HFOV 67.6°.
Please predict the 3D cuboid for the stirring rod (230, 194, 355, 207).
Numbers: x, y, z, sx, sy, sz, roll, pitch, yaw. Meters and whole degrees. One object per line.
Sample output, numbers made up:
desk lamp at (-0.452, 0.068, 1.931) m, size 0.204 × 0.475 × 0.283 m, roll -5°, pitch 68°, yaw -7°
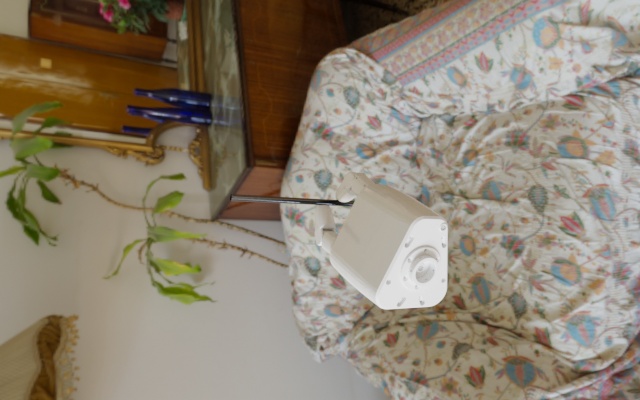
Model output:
stirring rod at (0.000, 0.002, 0.627) m, size 0.239 × 0.011 × 0.011 m, roll 3°, pitch -1°, yaw -26°
